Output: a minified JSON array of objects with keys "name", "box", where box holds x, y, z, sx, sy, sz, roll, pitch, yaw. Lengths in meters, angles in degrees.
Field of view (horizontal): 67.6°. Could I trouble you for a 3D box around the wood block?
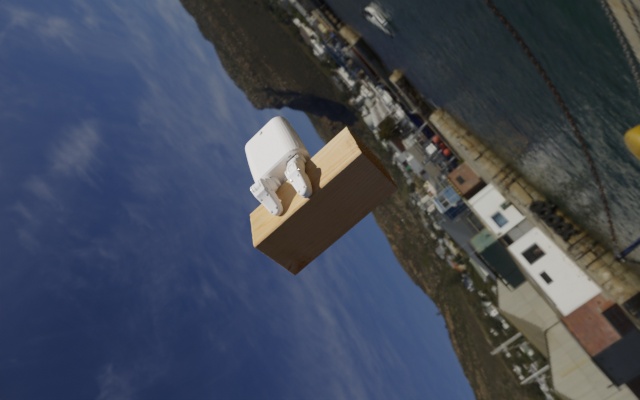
[{"name":"wood block","box":[0.000,0.002,0.718,0.091,0.206,0.090,40,17,-31]}]
